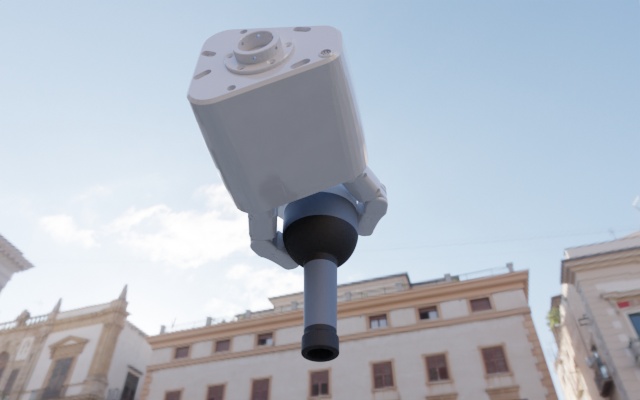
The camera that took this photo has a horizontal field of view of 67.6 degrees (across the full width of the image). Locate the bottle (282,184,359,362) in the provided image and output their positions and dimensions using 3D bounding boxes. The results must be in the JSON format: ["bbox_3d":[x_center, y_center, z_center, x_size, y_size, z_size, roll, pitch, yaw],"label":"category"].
[{"bbox_3d":[0.000,0.001,0.439,0.069,0.295,0.069,0,-43,0],"label":"bottle"}]
